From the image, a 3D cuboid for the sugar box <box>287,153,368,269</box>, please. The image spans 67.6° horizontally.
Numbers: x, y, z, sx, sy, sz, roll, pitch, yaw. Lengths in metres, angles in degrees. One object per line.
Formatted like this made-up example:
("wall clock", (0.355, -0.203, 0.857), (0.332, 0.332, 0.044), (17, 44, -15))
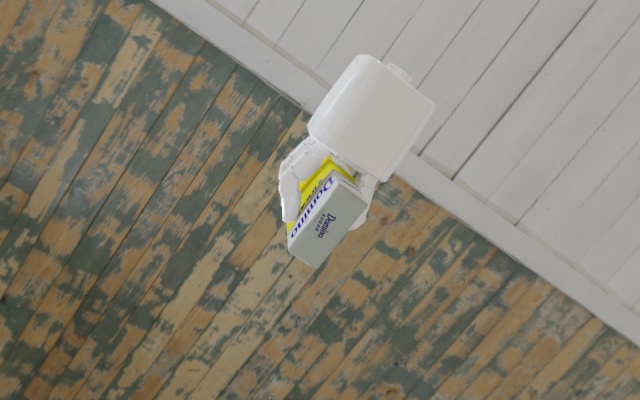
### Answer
("sugar box", (0.000, 0.001, 0.577), (0.048, 0.093, 0.176), (35, 11, -12))
